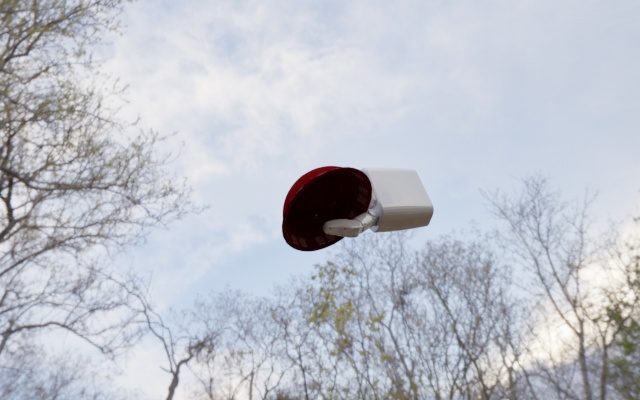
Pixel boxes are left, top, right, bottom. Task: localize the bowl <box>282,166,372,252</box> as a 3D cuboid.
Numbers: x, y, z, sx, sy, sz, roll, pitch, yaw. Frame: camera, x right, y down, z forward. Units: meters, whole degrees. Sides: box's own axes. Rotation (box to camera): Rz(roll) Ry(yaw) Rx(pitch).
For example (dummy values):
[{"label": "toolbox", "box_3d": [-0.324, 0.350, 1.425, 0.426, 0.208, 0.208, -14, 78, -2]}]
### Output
[{"label": "bowl", "box_3d": [-0.001, 0.002, 0.749, 0.162, 0.162, 0.055, 0, 36, -39]}]
